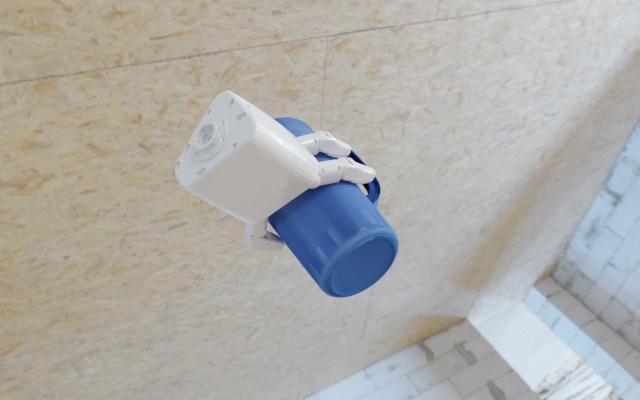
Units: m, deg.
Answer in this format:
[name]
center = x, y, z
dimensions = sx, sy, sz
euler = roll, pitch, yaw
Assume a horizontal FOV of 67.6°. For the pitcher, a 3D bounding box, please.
[pitcher]
center = 0.000, 0.002, 0.621
dimensions = 0.145, 0.149, 0.242
euler = 34, 13, -49
